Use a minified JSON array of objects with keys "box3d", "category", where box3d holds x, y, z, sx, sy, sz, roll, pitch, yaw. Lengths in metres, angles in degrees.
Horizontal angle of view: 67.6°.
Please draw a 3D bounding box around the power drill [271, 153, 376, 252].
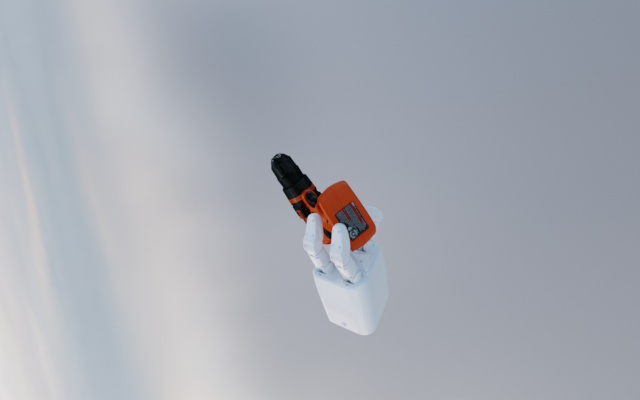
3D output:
[{"box3d":[0.000,0.003,0.763,0.057,0.184,0.187,-40,18,-12],"category":"power drill"}]
